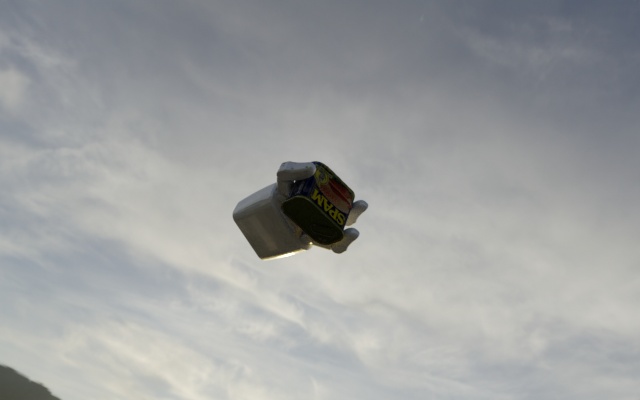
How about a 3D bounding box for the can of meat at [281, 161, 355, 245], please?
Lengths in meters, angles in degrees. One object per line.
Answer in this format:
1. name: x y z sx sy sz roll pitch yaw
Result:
1. can of meat: 0.000 0.002 0.719 0.057 0.084 0.102 -24 -58 41
